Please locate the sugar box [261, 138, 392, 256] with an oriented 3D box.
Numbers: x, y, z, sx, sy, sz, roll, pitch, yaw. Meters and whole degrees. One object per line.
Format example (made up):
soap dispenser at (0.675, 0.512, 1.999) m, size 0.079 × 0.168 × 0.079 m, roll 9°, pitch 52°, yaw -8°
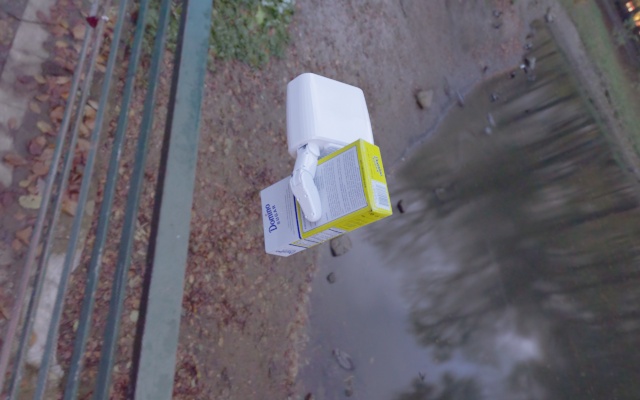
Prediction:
sugar box at (0.001, 0.002, 0.604) m, size 0.176 × 0.093 × 0.048 m, roll -26°, pitch -28°, yaw 37°
